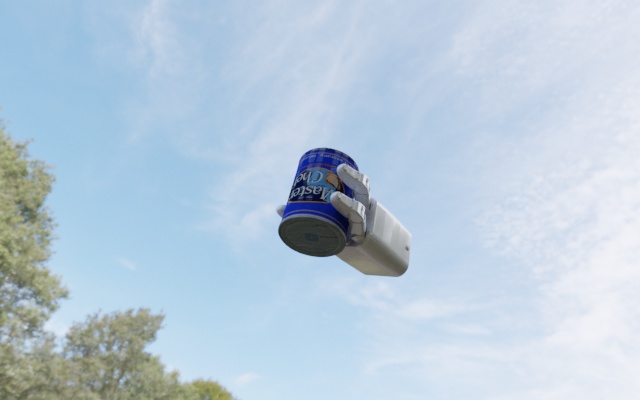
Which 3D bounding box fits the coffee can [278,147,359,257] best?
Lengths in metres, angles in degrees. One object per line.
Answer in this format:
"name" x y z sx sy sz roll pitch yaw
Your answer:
"coffee can" 0.000 0.002 0.746 0.103 0.140 0.103 9 -37 7
